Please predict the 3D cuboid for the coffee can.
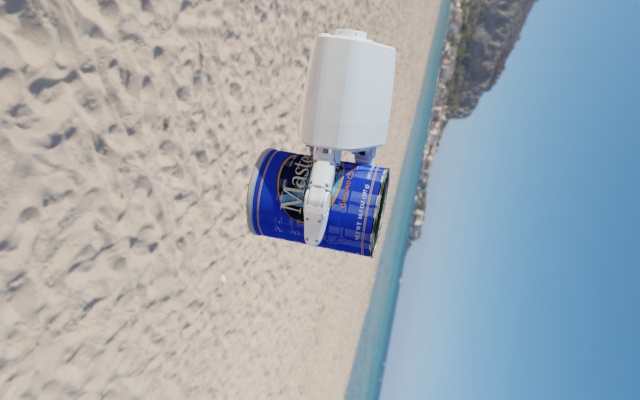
[{"bbox_3d":[0.000,0.002,0.541,0.140,0.103,0.103,10,2,11],"label":"coffee can"}]
